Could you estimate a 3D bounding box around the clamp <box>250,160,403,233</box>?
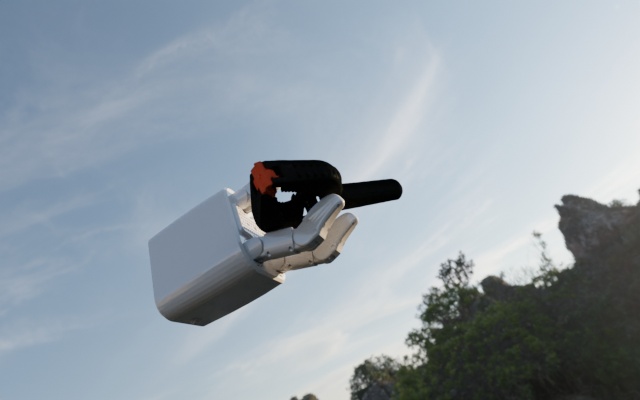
[{"bbox_3d":[-0.001,0.001,0.489,0.164,0.036,0.210,-34,-26,5],"label":"clamp"}]
